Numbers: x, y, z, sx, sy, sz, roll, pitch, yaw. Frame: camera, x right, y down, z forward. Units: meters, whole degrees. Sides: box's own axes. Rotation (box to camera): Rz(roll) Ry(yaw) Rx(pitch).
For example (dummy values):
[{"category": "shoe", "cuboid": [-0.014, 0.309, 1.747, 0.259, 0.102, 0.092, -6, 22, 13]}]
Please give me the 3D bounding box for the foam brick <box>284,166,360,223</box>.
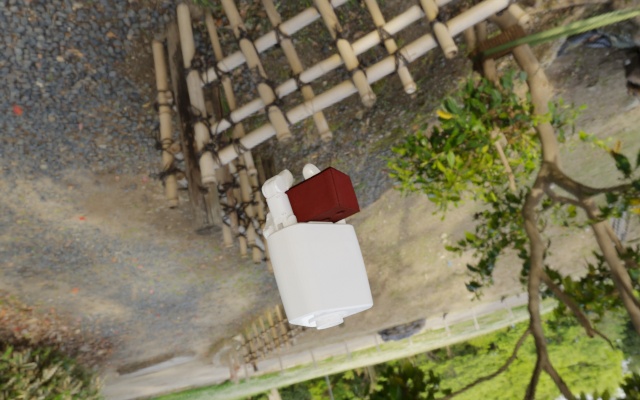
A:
[{"category": "foam brick", "cuboid": [0.000, 0.002, 0.590, 0.078, 0.051, 0.053, -27, -24, 26]}]
